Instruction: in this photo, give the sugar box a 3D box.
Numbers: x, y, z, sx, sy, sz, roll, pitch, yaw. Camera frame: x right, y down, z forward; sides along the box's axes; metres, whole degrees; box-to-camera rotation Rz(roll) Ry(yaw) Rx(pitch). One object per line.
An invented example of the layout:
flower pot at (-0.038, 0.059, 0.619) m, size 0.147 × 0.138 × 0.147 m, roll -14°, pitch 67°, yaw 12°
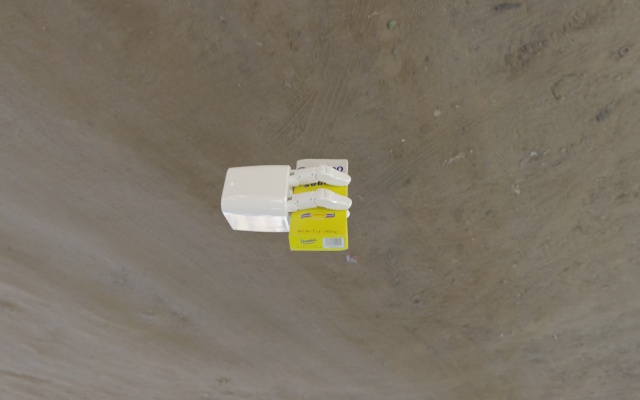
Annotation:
sugar box at (0.000, 0.002, 0.805) m, size 0.093 × 0.176 × 0.048 m, roll 0°, pitch -40°, yaw 2°
